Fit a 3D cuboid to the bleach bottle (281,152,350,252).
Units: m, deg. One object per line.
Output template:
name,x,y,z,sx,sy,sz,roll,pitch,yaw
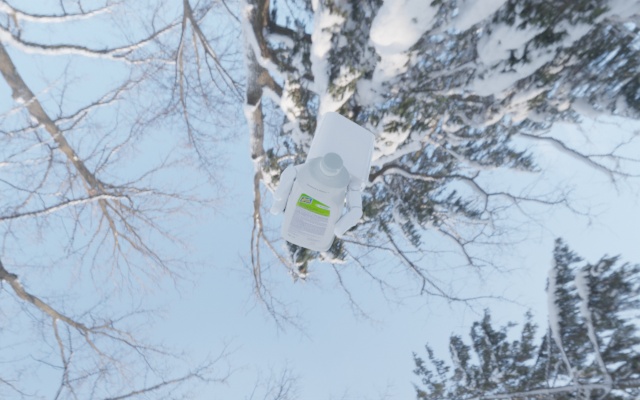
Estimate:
bleach bottle,0.000,0.003,0.776,0.102,0.068,0.251,17,-29,-5
